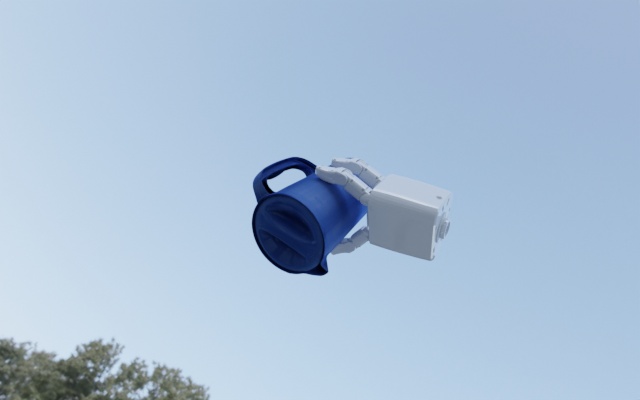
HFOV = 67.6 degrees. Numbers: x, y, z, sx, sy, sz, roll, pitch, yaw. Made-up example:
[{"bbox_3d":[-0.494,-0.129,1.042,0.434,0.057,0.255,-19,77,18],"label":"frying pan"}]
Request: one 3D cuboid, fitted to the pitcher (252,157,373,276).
[{"bbox_3d":[0.000,0.003,0.804,0.145,0.149,0.242,14,28,26],"label":"pitcher"}]
